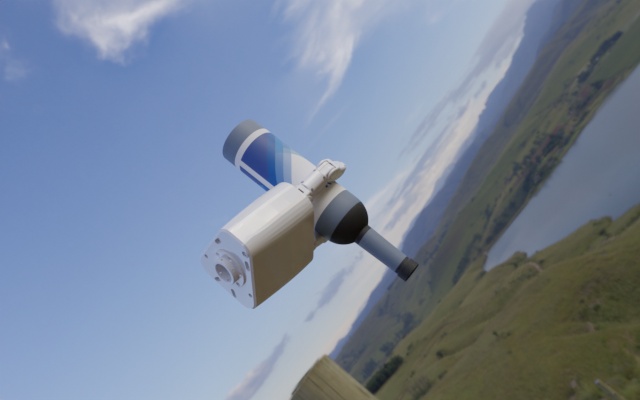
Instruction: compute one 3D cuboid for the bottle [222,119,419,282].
[{"bbox_3d":[0.000,0.002,0.622,0.295,0.069,0.069,38,12,15],"label":"bottle"}]
